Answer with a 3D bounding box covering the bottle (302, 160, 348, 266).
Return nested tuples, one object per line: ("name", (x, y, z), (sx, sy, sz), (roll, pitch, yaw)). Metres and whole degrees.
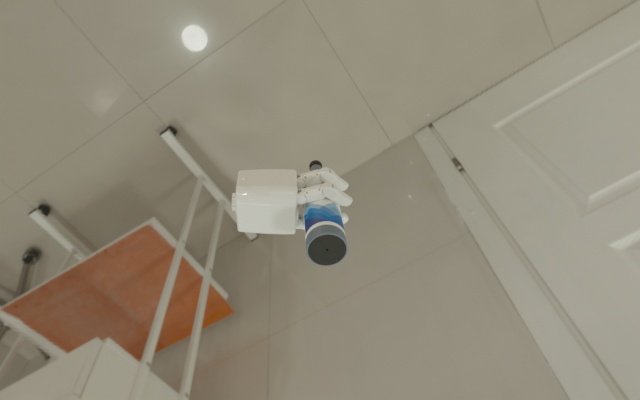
("bottle", (0.000, 0.003, 0.886), (0.069, 0.069, 0.295), (0, 31, -5))
